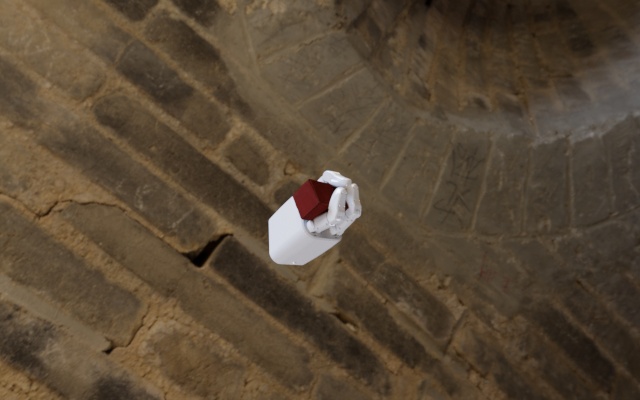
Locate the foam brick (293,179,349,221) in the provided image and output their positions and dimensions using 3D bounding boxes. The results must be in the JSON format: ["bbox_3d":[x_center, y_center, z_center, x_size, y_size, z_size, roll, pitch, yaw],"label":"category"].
[{"bbox_3d":[0.000,0.003,0.832,0.078,0.053,0.051,11,-43,-45],"label":"foam brick"}]
